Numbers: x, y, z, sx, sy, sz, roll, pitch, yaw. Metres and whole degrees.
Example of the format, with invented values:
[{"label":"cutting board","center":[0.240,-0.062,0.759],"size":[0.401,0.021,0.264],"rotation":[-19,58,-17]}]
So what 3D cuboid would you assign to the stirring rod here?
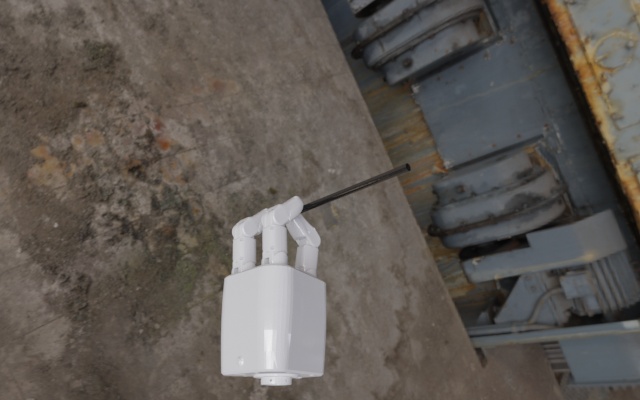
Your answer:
[{"label":"stirring rod","center":[0.000,0.002,0.542],"size":[0.239,0.011,0.011],"rotation":[-22,-15,40]}]
